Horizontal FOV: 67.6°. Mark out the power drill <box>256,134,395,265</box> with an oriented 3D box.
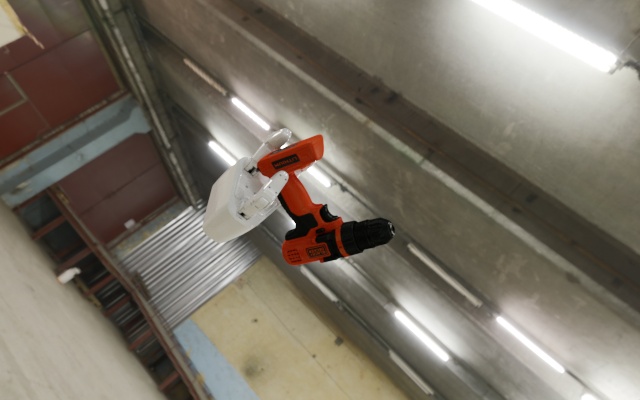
[{"bbox_3d":[0.000,0.002,0.709,0.184,0.188,0.057,-16,14,23],"label":"power drill"}]
